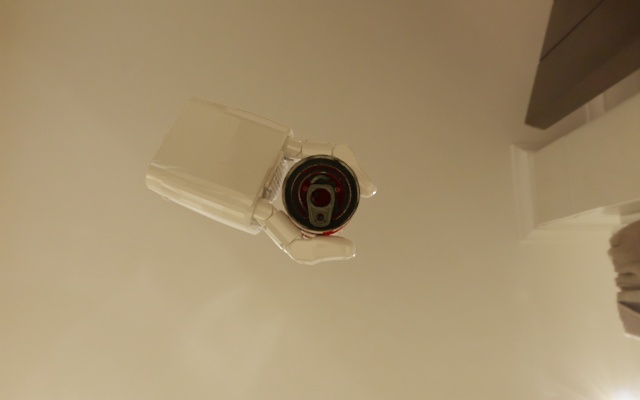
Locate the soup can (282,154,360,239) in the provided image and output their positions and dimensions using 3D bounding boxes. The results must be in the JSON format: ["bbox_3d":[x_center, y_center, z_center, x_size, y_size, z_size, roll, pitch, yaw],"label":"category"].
[{"bbox_3d":[0.001,0.002,0.458,0.068,0.068,0.102,0,-9,0],"label":"soup can"}]
